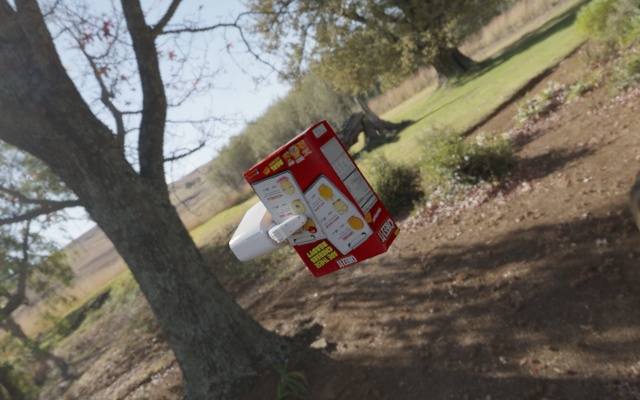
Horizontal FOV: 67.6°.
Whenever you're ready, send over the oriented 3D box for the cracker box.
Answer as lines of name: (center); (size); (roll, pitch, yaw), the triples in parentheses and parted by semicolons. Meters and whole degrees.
cracker box: (0.000, 0.002, 0.760); (0.164, 0.214, 0.072); (-28, 11, 42)
